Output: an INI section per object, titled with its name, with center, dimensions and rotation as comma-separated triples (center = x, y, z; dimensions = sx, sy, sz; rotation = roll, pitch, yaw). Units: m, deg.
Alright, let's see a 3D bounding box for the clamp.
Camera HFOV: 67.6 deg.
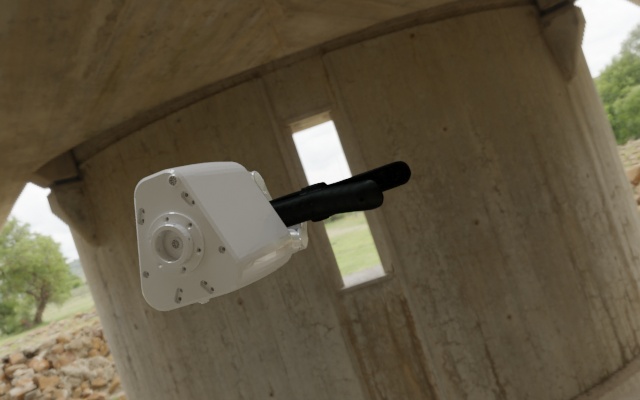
[clamp]
center = 0.000, 0.001, 0.462
dimensions = 0.171, 0.039, 0.120
rotation = -19, 0, 17
